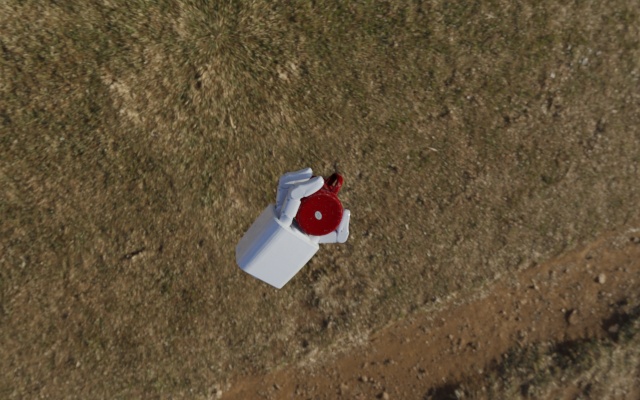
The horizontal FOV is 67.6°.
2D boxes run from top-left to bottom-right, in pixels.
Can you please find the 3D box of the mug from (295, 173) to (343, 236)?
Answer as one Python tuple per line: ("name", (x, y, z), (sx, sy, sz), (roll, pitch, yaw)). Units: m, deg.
("mug", (0.001, 0.002, 0.837), (0.093, 0.117, 0.081), (37, 9, -21))
